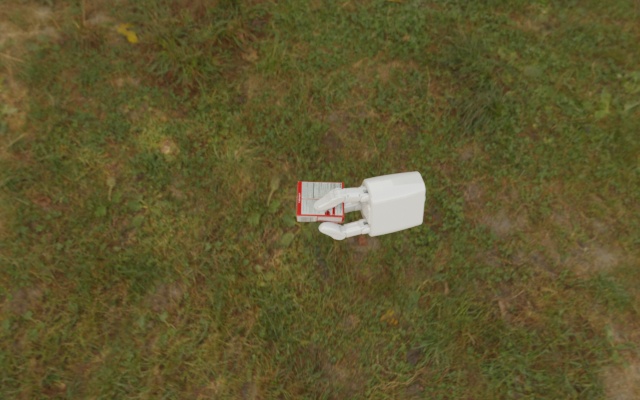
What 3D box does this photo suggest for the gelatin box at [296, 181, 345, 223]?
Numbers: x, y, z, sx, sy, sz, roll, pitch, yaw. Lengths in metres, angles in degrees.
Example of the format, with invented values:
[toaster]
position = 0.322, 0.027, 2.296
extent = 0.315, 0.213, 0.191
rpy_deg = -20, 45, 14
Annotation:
[gelatin box]
position = 0.000, 0.003, 0.896
extent = 0.089, 0.073, 0.030
rpy_deg = 2, -27, -3
